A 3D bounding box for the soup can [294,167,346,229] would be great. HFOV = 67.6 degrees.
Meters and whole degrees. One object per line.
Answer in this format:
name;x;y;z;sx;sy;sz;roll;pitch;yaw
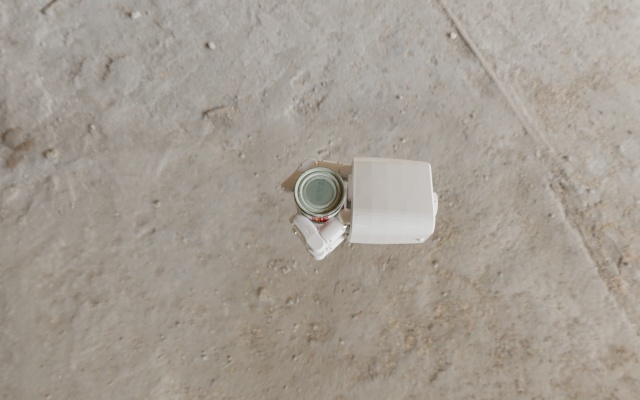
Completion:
soup can;0.000;0.002;0.644;0.068;0.068;0.102;0;-15;1
